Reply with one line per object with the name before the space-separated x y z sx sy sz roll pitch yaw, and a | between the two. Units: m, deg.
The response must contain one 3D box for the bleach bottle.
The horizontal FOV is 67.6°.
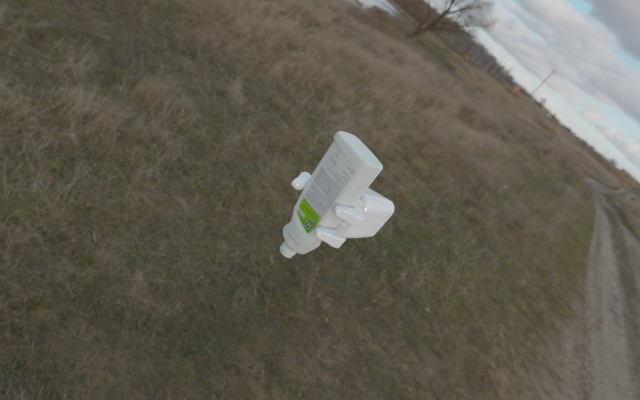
bleach bottle | 0.000 0.003 0.867 0.068 0.251 0.102 6 39 -51
